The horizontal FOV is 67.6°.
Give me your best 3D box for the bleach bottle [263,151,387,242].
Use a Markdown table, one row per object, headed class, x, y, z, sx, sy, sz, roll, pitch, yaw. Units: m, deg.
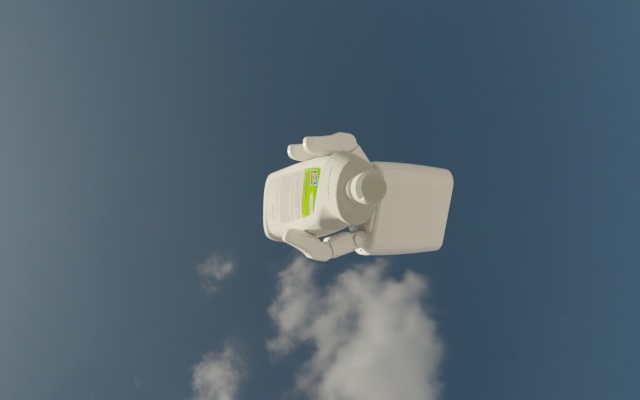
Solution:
| class | x | y | z | sx | sy | sz | roll | pitch | yaw |
| --- | --- | --- | --- | --- | --- | --- | --- | --- | --- |
| bleach bottle | 0.000 | 0.002 | 0.557 | 0.068 | 0.102 | 0.251 | 1 | -2 | -23 |
